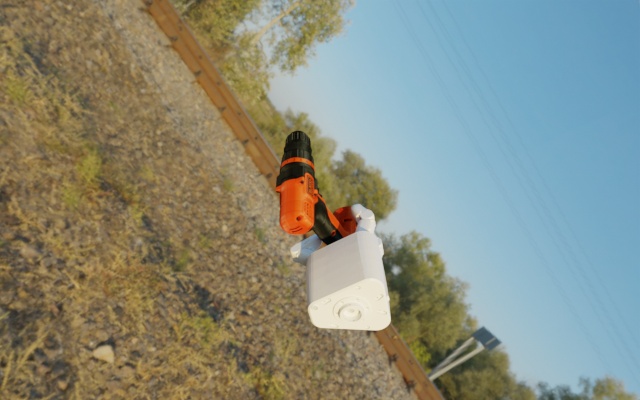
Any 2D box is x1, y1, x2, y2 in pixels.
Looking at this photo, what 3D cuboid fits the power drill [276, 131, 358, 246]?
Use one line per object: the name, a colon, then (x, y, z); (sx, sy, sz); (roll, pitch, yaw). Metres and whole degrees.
power drill: (0.000, 0.003, 0.750); (0.057, 0.184, 0.188); (-21, -42, 27)
